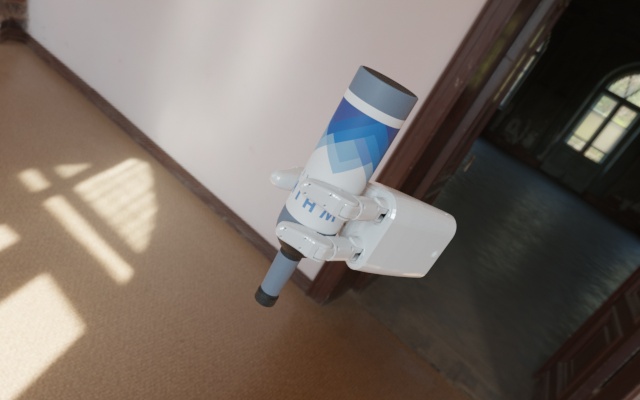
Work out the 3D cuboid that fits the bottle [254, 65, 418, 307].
[{"bbox_3d":[0.000,0.001,0.524,0.069,0.296,0.069,25,22,-11],"label":"bottle"}]
